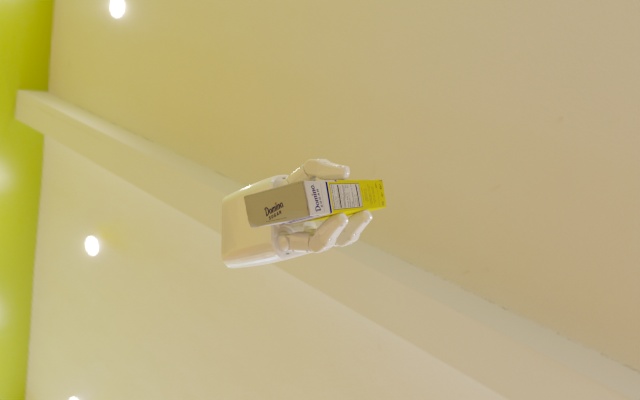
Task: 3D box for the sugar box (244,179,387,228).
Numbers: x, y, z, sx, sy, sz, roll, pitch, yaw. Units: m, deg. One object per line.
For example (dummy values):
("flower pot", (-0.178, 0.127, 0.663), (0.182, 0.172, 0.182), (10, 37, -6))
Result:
("sugar box", (0.000, 0.003, 0.597), (0.093, 0.048, 0.176), (-13, -2, 36))
